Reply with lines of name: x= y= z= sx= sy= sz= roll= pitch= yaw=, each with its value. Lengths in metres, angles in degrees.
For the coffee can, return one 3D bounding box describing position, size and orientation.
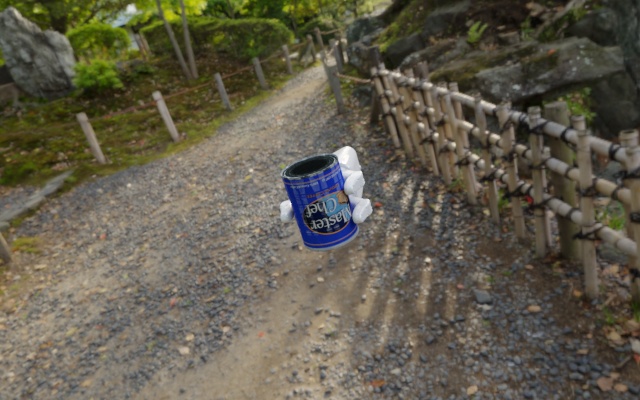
coffee can: x=0.000 y=0.003 z=0.827 sx=0.103 sy=0.140 sz=0.102 roll=-15 pitch=22 yaw=6
